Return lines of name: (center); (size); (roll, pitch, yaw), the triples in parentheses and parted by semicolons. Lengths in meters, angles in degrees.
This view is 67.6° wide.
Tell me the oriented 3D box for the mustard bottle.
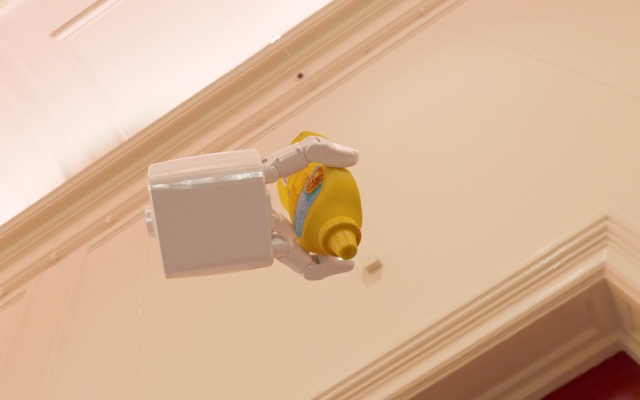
mustard bottle: (0.000, 0.002, 0.515); (0.058, 0.096, 0.191); (15, 23, -24)
